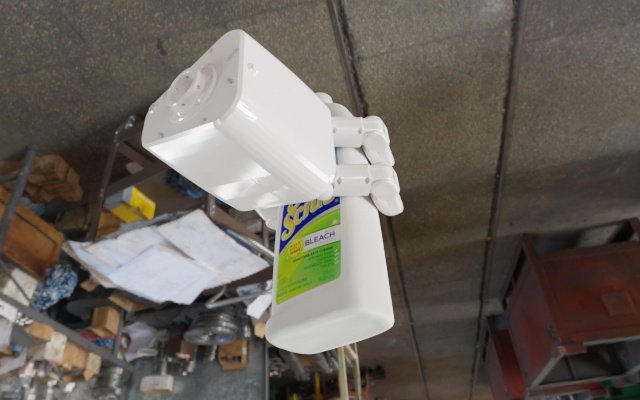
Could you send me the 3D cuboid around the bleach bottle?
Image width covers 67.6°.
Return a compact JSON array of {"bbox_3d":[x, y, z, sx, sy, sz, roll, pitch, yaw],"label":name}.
[{"bbox_3d":[0.000,0.001,0.439,0.102,0.250,0.068,-26,-40,27],"label":"bleach bottle"}]
